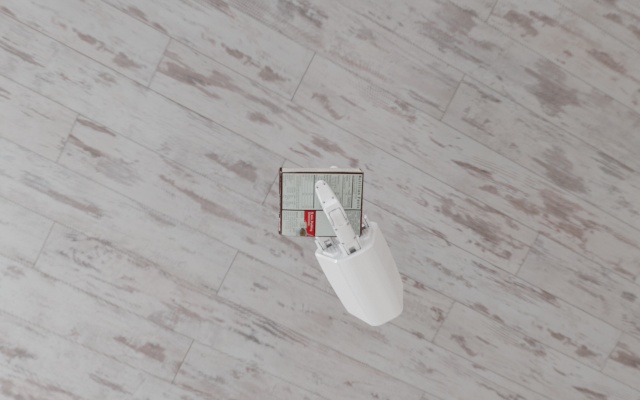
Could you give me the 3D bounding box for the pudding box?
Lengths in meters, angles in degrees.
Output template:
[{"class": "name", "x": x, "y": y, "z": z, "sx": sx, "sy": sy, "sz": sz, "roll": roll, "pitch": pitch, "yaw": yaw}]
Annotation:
[{"class": "pudding box", "x": 0.000, "y": 0.002, "z": 0.639, "sx": 0.113, "sy": 0.090, "sz": 0.039, "roll": 0, "pitch": 11, "yaw": -7}]
